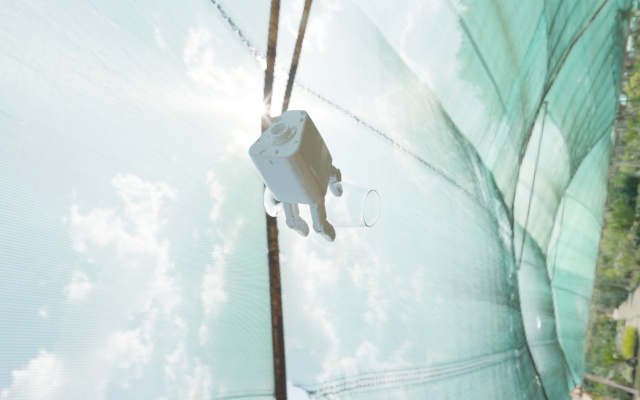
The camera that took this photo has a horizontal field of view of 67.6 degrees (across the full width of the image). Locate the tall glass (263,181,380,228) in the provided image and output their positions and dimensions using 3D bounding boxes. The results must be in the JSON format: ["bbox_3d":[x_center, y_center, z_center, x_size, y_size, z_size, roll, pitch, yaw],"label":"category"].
[{"bbox_3d":[0.000,0.003,0.830,0.201,0.079,0.079,7,4,32],"label":"tall glass"}]
